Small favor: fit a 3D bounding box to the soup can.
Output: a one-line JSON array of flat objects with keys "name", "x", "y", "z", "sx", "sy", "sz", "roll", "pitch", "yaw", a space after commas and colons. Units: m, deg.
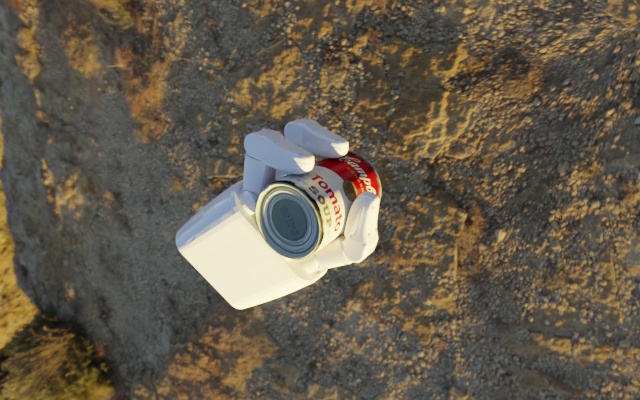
[{"name": "soup can", "x": 0.000, "y": 0.001, "z": 0.414, "sx": 0.068, "sy": 0.068, "sz": 0.102, "roll": 0, "pitch": 17, "yaw": 34}]
